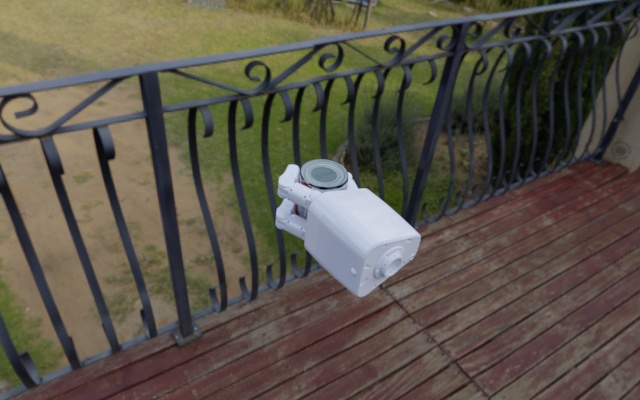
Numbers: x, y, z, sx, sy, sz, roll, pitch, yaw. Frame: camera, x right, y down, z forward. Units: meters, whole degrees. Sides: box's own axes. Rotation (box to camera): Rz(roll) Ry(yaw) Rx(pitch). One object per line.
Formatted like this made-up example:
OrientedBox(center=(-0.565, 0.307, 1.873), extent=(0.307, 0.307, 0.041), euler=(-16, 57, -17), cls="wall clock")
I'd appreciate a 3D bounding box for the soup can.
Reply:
OrientedBox(center=(0.000, 0.002, 0.673), extent=(0.068, 0.102, 0.068), euler=(5, 39, -4), cls="soup can")
